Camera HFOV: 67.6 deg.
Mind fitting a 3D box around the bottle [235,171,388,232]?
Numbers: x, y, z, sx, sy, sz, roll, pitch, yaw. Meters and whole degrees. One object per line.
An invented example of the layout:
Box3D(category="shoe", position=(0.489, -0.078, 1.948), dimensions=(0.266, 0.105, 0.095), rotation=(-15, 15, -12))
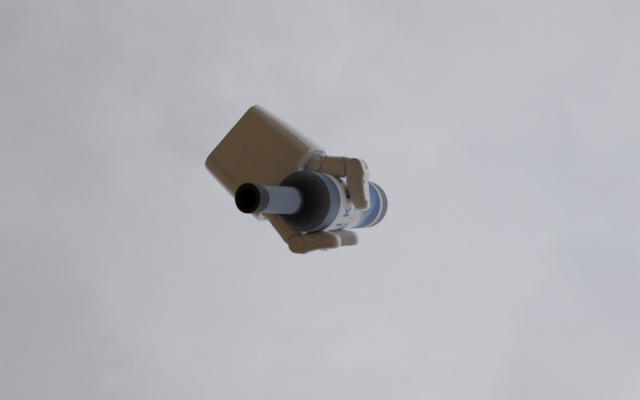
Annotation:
Box3D(category="bottle", position=(0.000, 0.002, 0.550), dimensions=(0.069, 0.069, 0.296), rotation=(0, -1, 26))
